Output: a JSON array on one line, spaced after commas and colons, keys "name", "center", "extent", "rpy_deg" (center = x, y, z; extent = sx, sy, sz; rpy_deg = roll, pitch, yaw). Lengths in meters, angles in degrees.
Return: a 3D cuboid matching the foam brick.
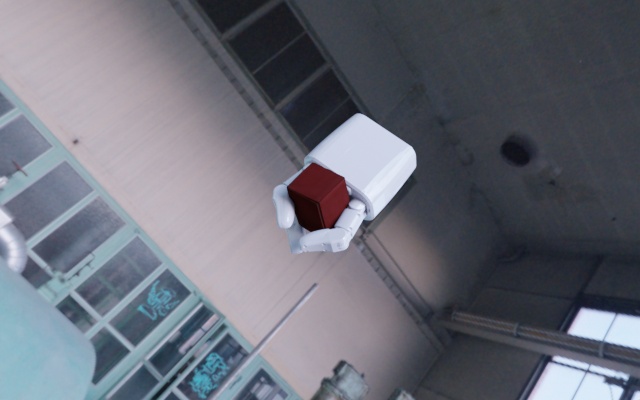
[{"name": "foam brick", "center": [0.000, 0.002, 0.592], "extent": [0.053, 0.051, 0.078], "rpy_deg": [29, -29, 31]}]
